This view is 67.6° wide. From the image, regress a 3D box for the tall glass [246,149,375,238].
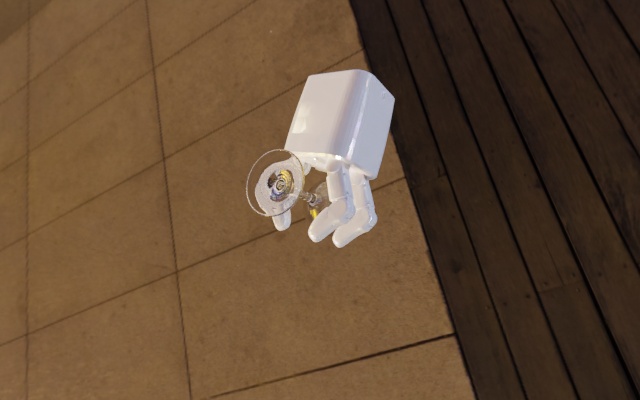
[{"bbox_3d":[0.000,0.002,0.588,0.079,0.079,0.201,0,-13,30],"label":"tall glass"}]
